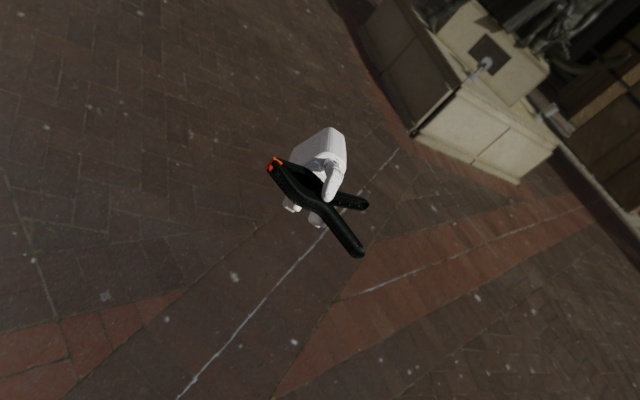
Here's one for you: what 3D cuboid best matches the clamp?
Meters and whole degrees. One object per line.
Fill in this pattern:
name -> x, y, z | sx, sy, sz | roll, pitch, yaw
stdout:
clamp -> 0.000, 0.002, 0.792 | 0.210, 0.036, 0.164 | 32, 29, -18
